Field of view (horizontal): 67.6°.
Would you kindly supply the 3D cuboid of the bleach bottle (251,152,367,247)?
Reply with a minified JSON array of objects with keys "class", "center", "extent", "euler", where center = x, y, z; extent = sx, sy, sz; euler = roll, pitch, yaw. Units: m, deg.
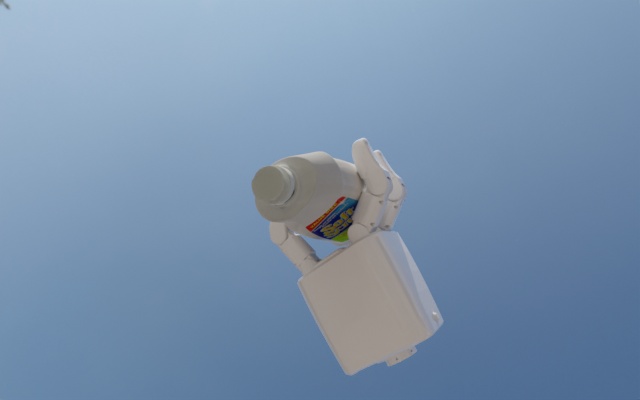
[{"class":"bleach bottle","center":[0.000,0.001,0.485],"extent":[0.102,0.068,0.251],"euler":[-34,-16,17]}]
